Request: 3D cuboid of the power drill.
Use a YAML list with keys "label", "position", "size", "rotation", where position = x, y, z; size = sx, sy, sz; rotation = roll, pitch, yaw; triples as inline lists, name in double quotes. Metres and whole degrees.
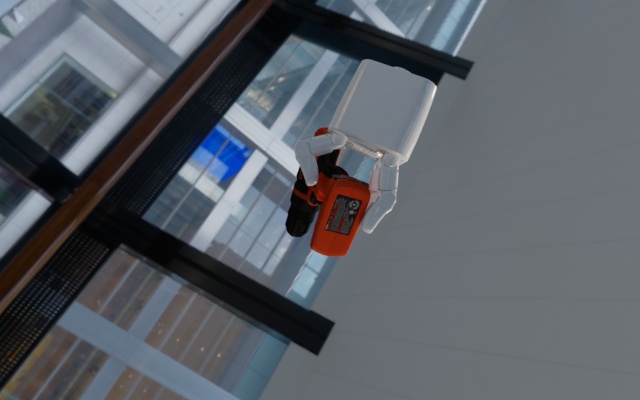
- label: "power drill"
  position: [0.000, 0.002, 0.682]
  size: [0.057, 0.184, 0.187]
  rotation: [12, 21, -19]
